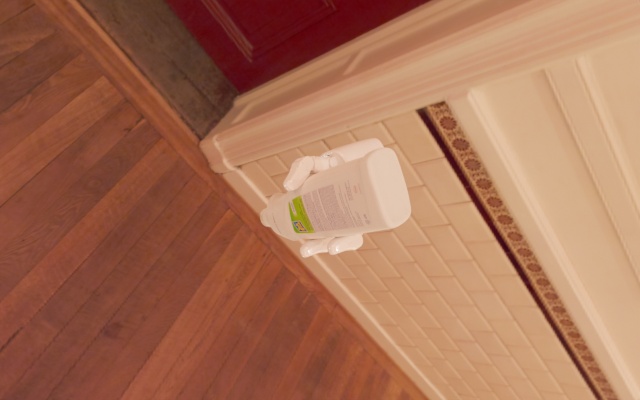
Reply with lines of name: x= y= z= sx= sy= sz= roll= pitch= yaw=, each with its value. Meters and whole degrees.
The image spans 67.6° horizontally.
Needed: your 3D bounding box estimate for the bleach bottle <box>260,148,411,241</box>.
bleach bottle: x=0.000 y=0.002 z=0.670 sx=0.251 sy=0.102 sz=0.068 roll=-11 pitch=10 yaw=44
